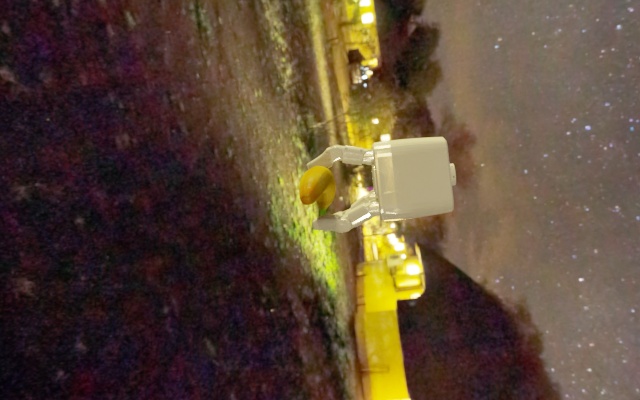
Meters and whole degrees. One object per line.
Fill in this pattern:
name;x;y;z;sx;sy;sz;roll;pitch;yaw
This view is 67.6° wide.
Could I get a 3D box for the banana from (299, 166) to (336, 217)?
banana;0.000;-0.016;0.680;0.037;0.069;0.198;-4;-9;8
